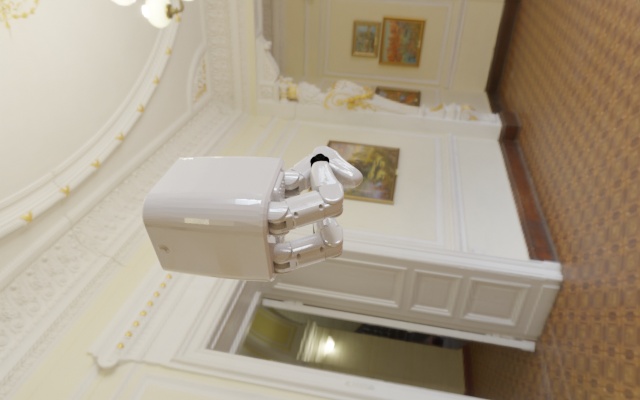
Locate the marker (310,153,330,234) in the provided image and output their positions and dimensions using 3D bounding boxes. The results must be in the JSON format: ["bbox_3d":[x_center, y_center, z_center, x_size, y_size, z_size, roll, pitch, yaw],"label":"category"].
[{"bbox_3d":[0.000,0.002,0.491,0.020,0.121,0.020,-1,44,1],"label":"marker"}]
